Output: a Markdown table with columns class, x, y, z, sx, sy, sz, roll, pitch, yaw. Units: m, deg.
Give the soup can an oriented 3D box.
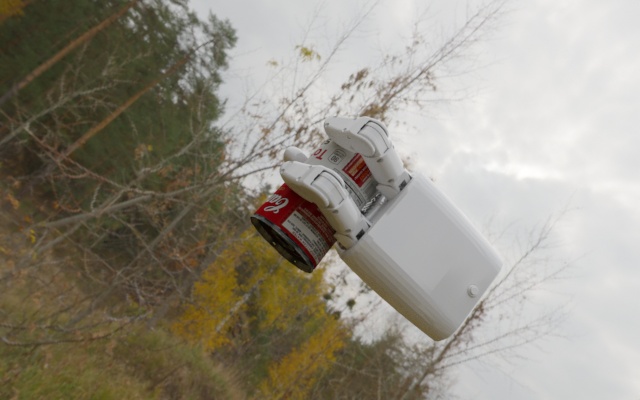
| class | x | y | z | sx | sy | sz | roll | pitch | yaw |
| --- | --- | --- | --- | --- | --- | --- | --- | --- | --- |
| soup can | 0.000 | 0.001 | 0.405 | 0.068 | 0.102 | 0.068 | 38 | -17 | 14 |
